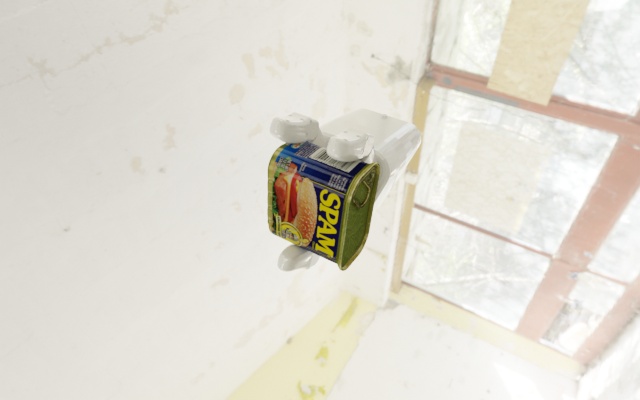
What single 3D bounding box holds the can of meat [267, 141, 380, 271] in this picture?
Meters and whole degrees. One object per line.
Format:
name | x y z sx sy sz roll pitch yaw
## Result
can of meat | 0.000 0.001 0.435 0.084 0.102 0.057 23 40 22
